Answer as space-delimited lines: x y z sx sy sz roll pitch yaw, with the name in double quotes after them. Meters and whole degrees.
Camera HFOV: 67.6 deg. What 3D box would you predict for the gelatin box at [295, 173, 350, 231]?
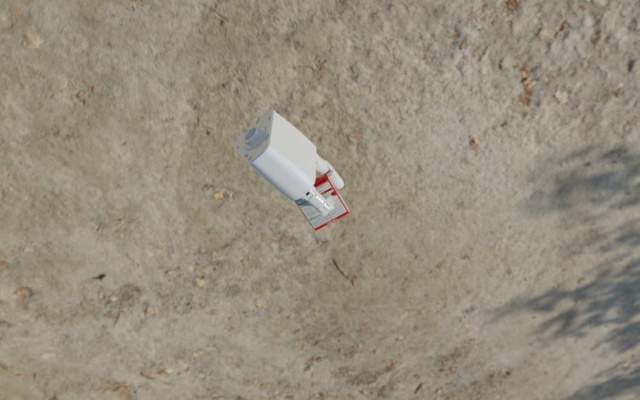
0.000 0.003 0.864 0.073 0.089 0.030 -29 33 7 "gelatin box"
